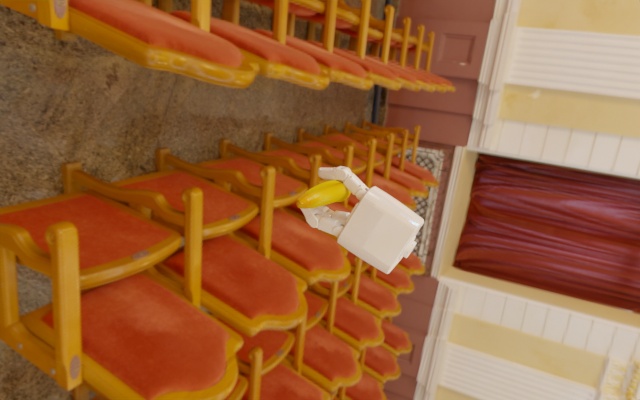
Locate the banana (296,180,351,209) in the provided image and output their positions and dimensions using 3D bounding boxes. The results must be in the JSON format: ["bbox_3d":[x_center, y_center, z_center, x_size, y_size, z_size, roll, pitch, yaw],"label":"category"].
[{"bbox_3d":[0.015,-0.009,0.839,0.069,0.037,0.198,-38,-9,12],"label":"banana"}]
